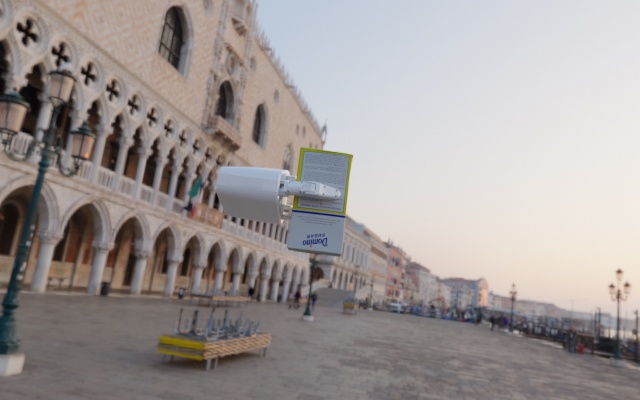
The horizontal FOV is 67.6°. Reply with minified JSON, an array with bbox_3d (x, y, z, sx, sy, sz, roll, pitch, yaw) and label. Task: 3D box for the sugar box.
[{"bbox_3d":[0.000,0.003,0.815,0.093,0.176,0.048,7,-10,2],"label":"sugar box"}]
